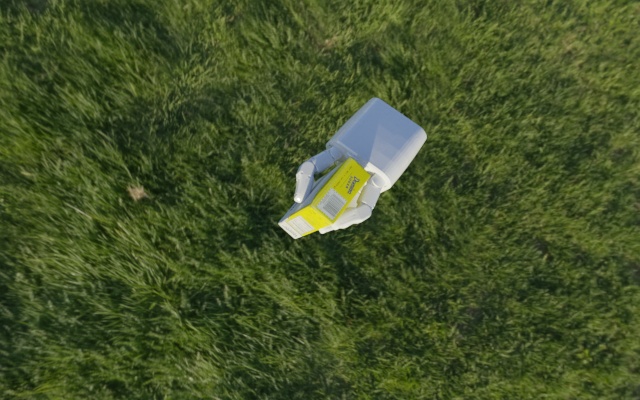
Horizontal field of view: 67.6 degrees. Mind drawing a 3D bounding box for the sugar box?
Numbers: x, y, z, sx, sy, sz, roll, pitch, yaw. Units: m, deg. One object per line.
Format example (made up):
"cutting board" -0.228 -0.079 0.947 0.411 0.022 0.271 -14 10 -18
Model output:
"sugar box" 0.001 0.003 0.706 0.048 0.093 0.176 41 -20 -5
